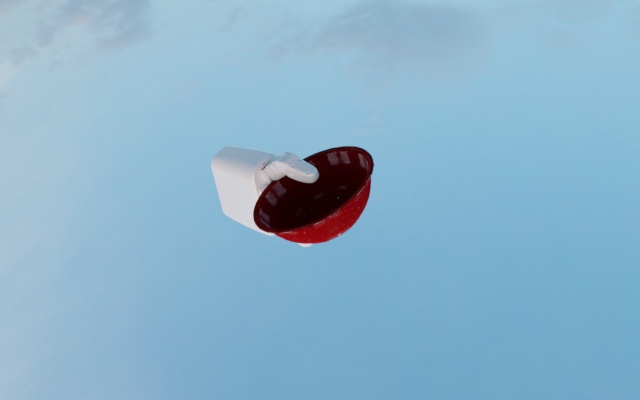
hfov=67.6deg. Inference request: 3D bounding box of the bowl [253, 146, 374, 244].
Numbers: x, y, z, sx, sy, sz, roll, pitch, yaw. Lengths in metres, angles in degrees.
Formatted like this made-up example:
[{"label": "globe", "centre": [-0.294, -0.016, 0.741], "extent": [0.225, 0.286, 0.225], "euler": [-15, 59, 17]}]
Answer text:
[{"label": "bowl", "centre": [0.001, 0.003, 0.585], "extent": [0.162, 0.055, 0.162], "euler": [-23, 30, 14]}]
